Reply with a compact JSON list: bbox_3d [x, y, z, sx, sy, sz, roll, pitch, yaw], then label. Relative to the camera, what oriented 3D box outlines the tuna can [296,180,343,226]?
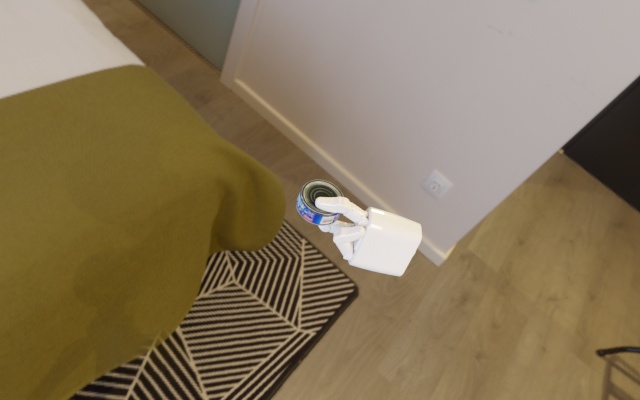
[{"bbox_3d":[0.000,0.003,0.885,0.086,0.086,0.034,0,-38,-20],"label":"tuna can"}]
